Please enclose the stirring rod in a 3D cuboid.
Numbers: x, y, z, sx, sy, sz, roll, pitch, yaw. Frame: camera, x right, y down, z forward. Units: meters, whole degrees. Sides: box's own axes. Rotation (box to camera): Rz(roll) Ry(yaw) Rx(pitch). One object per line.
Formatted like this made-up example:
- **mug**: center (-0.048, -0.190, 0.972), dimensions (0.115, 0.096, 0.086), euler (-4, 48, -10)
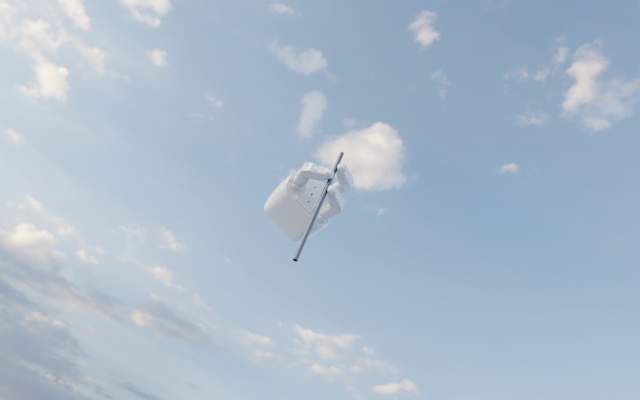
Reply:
- **stirring rod**: center (0.000, 0.003, 0.806), dimensions (0.011, 0.239, 0.011), euler (15, -36, 12)
